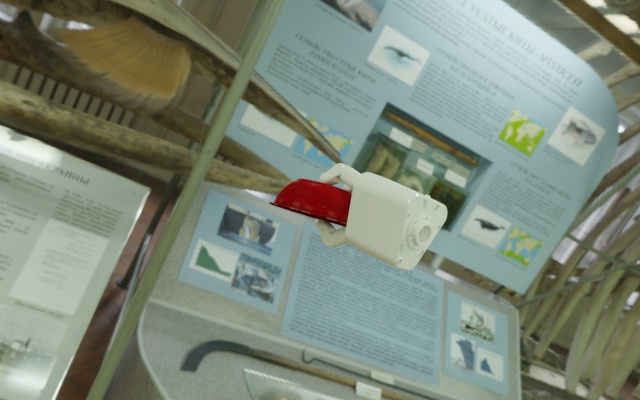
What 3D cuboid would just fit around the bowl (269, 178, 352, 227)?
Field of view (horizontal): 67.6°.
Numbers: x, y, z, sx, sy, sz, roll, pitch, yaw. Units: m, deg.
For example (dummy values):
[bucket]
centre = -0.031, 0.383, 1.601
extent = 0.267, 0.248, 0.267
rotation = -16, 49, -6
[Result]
[bowl]
centre = -0.001, 0.002, 0.788
extent = 0.162, 0.055, 0.162
rotation = 16, -4, 1
